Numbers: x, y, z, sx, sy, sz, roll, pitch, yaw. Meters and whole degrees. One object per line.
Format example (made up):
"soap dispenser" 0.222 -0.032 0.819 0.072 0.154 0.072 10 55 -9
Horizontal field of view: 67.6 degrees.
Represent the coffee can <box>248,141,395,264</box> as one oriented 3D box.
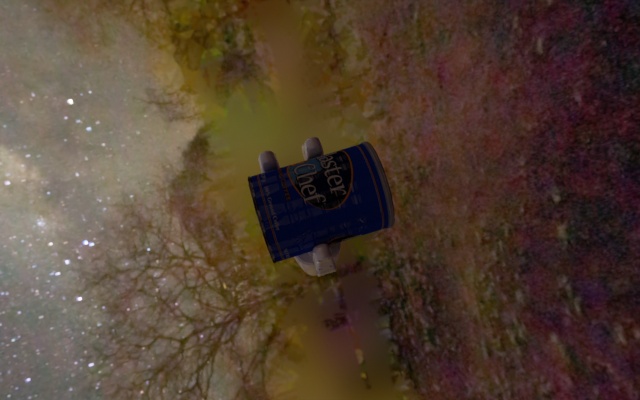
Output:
"coffee can" 0.000 0.002 0.540 0.140 0.103 0.103 -17 1 -4
